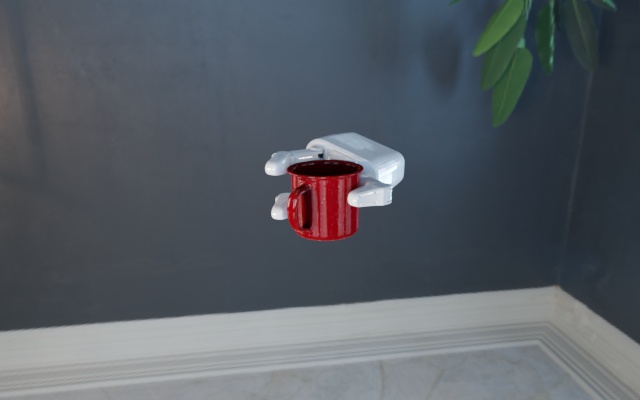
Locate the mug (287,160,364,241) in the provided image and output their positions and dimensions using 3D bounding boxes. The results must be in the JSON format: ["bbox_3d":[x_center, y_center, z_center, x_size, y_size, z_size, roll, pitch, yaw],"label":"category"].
[{"bbox_3d":[-0.001,0.002,0.577,0.093,0.081,0.117,9,20,30],"label":"mug"}]
